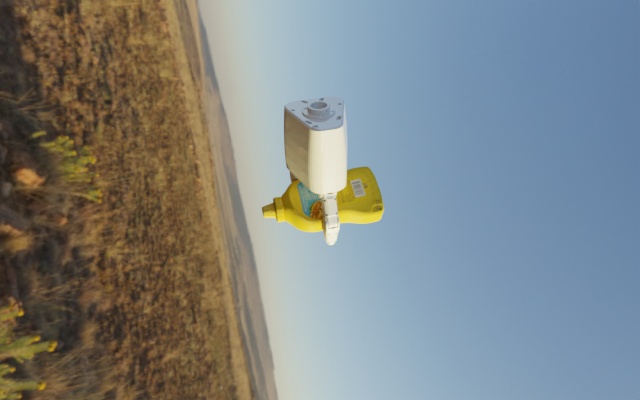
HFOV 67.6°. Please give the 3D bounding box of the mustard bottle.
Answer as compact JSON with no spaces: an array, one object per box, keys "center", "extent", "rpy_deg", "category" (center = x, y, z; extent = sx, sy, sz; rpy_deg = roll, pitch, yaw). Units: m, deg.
[{"center":[0.000,0.003,0.782],"extent":[0.191,0.096,0.058],"rpy_deg":[-10,-29,-10],"category":"mustard bottle"}]
